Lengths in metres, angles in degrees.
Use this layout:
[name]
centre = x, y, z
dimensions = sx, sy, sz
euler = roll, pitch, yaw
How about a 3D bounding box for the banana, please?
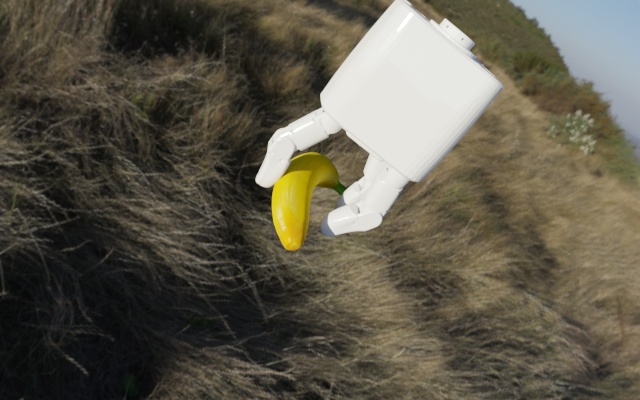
[banana]
centre = -0.012, -0.012, 0.485
dimensions = 0.037, 0.069, 0.197
euler = -45, -1, 24
